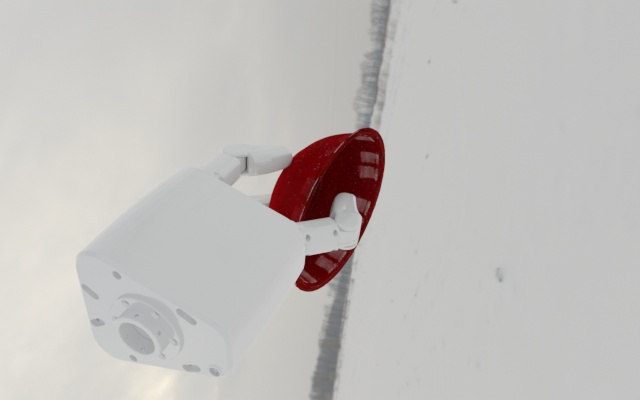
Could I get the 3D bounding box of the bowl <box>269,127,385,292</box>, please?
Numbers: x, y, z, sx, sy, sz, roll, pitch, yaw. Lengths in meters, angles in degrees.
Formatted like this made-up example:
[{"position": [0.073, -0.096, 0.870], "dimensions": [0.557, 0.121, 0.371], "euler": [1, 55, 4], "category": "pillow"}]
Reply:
[{"position": [0.000, 0.001, 0.451], "dimensions": [0.055, 0.162, 0.162], "euler": [24, 10, 25], "category": "bowl"}]
